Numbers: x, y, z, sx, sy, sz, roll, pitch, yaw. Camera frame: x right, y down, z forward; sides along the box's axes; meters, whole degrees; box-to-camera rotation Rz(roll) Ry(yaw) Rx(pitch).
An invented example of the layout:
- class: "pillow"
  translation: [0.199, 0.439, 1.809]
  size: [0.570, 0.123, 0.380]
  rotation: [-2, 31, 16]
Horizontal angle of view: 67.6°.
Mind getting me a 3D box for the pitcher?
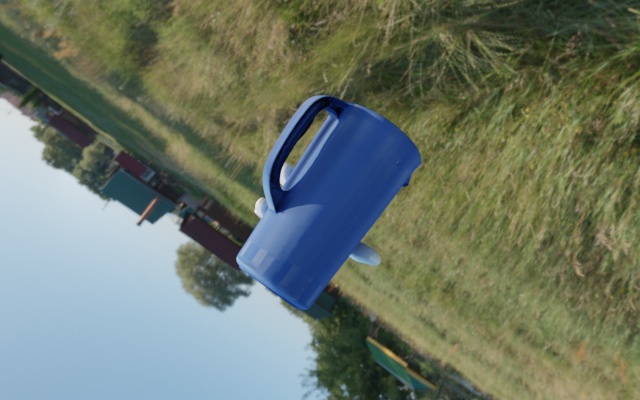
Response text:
- class: "pitcher"
  translation: [0.000, 0.002, 0.590]
  size: [0.149, 0.243, 0.145]
  rotation: [34, -10, 11]
